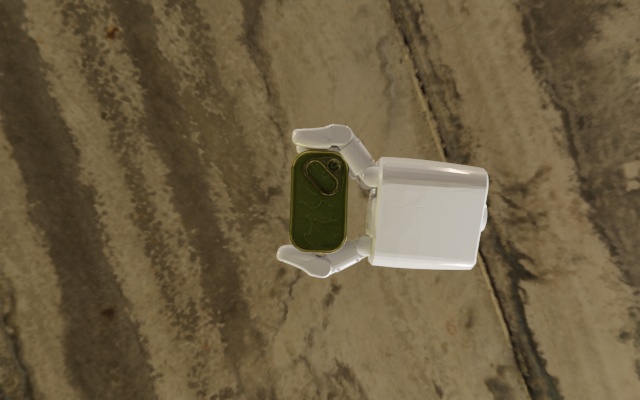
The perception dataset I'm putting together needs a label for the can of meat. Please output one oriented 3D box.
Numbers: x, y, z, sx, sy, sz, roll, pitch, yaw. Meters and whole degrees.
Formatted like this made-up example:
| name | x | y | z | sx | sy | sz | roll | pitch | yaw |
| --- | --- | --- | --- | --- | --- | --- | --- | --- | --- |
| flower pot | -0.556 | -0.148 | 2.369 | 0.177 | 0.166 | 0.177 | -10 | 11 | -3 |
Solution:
| name | x | y | z | sx | sy | sz | roll | pitch | yaw |
| --- | --- | --- | --- | --- | --- | --- | --- | --- | --- |
| can of meat | 0.000 | 0.002 | 0.511 | 0.057 | 0.102 | 0.084 | 2 | -1 | 2 |
